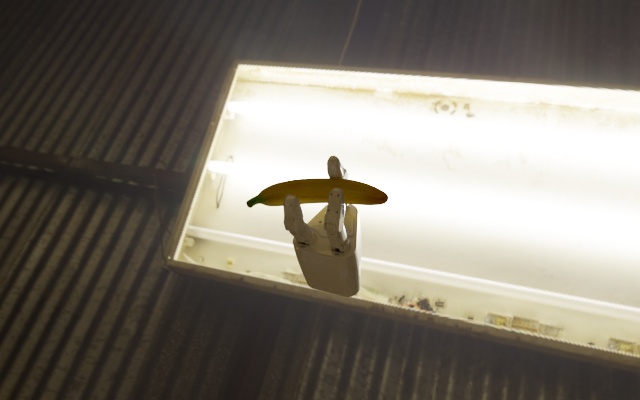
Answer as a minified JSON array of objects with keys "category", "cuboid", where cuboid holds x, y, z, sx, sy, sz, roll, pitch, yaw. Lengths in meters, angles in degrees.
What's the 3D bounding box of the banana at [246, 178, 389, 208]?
[{"category":"banana","cuboid":[-0.003,-0.007,0.690,0.198,0.037,0.069,-4,32,3]}]
